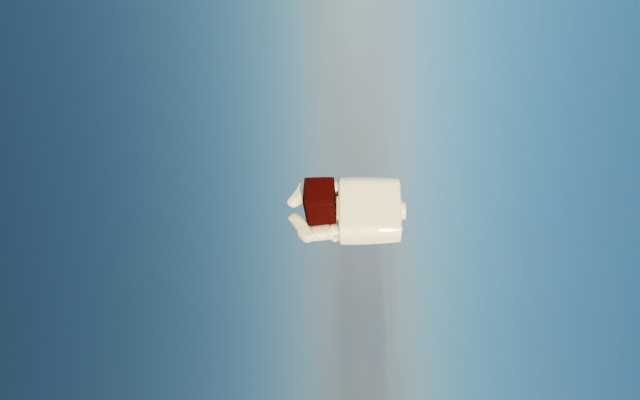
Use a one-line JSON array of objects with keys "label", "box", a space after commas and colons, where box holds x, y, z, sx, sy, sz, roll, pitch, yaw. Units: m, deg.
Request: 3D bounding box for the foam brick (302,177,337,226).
[{"label": "foam brick", "box": [0.000, 0.003, 0.804, 0.051, 0.053, 0.078, -1, -32, 5]}]
